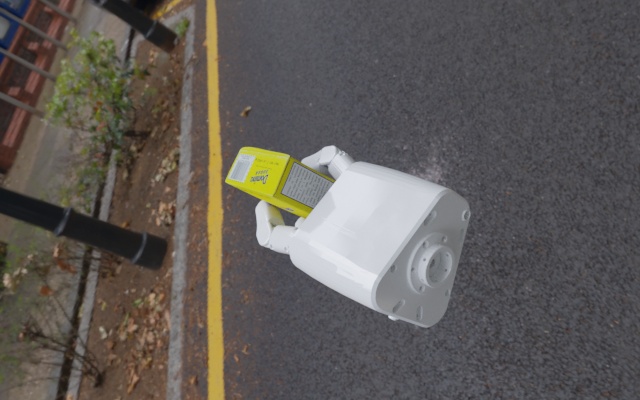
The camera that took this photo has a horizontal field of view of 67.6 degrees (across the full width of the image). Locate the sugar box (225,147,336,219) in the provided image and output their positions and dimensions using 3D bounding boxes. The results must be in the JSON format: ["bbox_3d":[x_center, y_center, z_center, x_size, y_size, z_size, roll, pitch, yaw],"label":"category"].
[{"bbox_3d":[0.000,0.002,0.495,0.176,0.048,0.093,29,-8,-38],"label":"sugar box"}]
